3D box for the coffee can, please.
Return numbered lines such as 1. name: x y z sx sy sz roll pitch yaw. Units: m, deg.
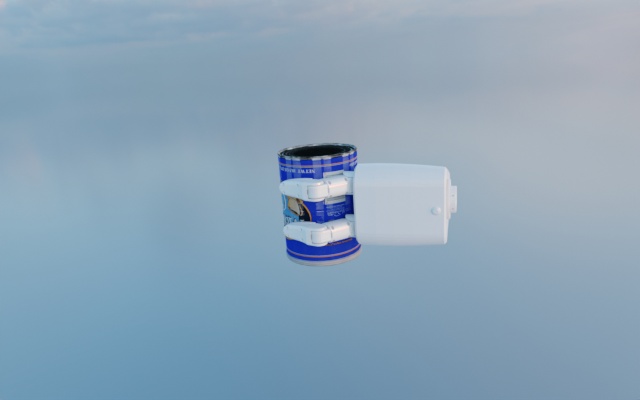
1. coffee can: 0.000 0.002 0.628 0.103 0.140 0.102 -4 16 1
